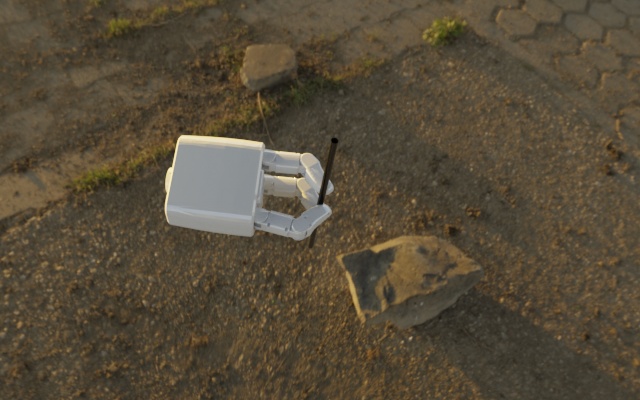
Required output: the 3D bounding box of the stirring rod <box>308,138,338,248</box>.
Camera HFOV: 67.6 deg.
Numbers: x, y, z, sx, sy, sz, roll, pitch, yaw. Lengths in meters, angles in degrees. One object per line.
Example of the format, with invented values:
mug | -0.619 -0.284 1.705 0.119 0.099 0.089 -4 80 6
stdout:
stirring rod | 0.000 0.002 0.600 0.011 0.011 0.240 0 -32 -8
